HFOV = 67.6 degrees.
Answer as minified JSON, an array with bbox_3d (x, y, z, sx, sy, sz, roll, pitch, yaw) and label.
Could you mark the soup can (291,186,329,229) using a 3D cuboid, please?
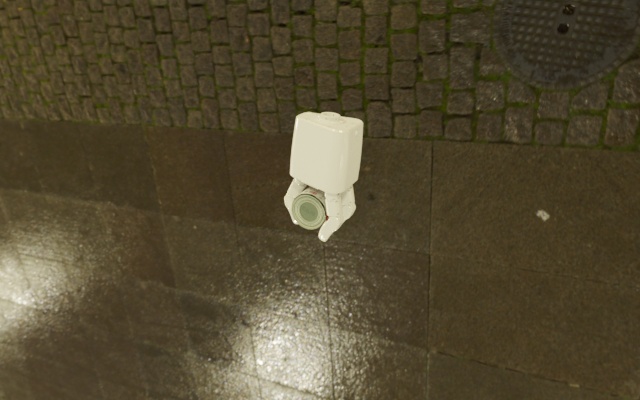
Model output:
[{"bbox_3d":[0.000,0.003,0.860,0.068,0.068,0.102,0,20,27],"label":"soup can"}]
